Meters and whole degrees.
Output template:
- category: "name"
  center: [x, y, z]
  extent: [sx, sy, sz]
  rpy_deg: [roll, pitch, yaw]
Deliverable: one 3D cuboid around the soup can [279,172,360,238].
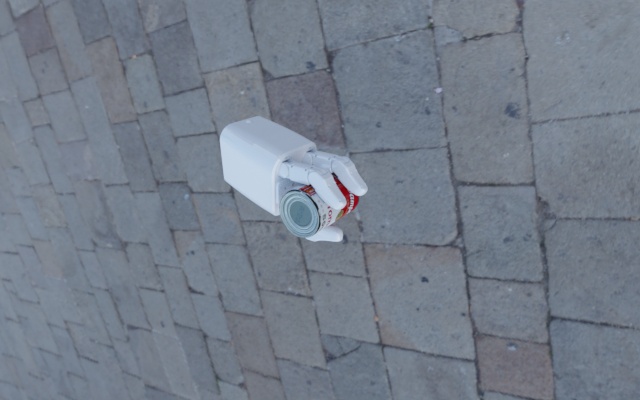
- category: "soup can"
  center: [0.000, 0.003, 0.655]
  extent: [0.068, 0.068, 0.102]
  rpy_deg: [0, 19, 37]
